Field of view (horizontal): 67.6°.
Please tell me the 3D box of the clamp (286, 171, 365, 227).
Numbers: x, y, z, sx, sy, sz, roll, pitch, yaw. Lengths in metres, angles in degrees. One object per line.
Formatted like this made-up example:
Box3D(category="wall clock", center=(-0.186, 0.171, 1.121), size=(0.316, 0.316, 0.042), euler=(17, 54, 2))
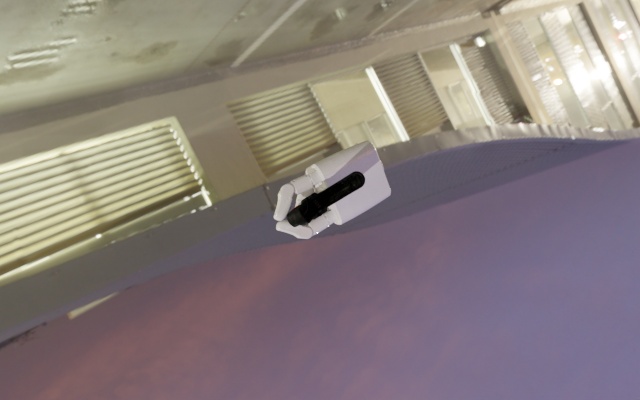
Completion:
Box3D(category="clamp", center=(0.000, 0.003, 0.724), size=(0.120, 0.039, 0.171), euler=(-28, 3, -13))
